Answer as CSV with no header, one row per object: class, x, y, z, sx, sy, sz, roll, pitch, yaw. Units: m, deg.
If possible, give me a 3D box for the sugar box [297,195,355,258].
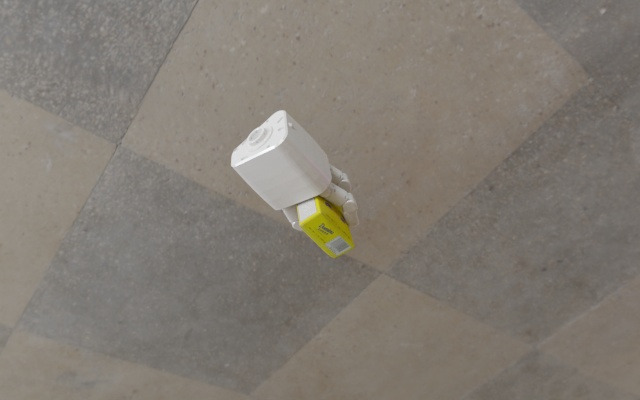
sugar box,0.000,0.002,0.771,0.048,0.176,0.093,-32,-54,17
